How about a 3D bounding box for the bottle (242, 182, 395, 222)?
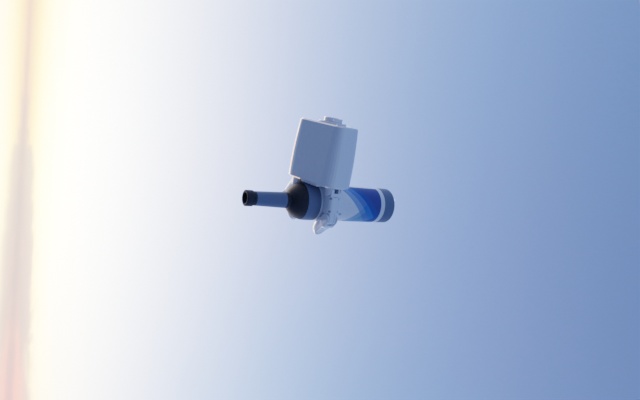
[{"bbox_3d":[0.000,0.003,0.862,0.296,0.069,0.069,3,-2,-32],"label":"bottle"}]
